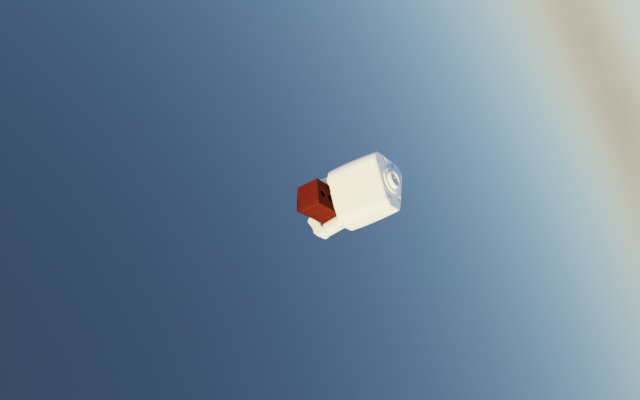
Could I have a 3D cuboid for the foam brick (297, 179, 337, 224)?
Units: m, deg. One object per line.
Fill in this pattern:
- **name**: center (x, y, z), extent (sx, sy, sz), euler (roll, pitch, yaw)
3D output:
- **foam brick**: center (0.000, 0.003, 0.890), extent (0.051, 0.053, 0.078), euler (-24, -35, 34)
